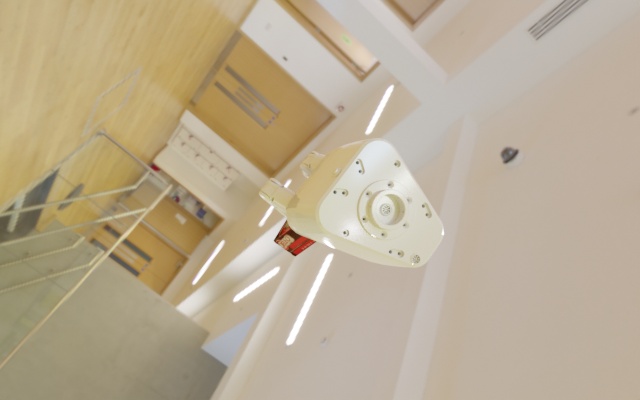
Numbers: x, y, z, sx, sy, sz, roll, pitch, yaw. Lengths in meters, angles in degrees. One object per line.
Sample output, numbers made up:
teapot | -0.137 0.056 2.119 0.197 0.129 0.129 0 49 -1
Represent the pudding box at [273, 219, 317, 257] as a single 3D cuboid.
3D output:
pudding box | 0.000 0.002 0.555 0.039 0.113 0.090 40 -38 -10
